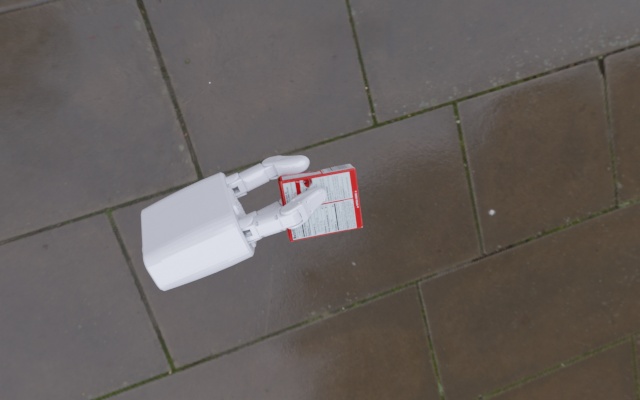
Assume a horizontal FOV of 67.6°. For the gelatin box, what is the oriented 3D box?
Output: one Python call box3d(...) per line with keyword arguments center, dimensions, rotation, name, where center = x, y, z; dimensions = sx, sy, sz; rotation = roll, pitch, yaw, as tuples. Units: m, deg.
box3d(center=(0.000, 0.002, 0.553), dimensions=(0.089, 0.073, 0.030), rotation=(-11, 17, -4), name="gelatin box")
